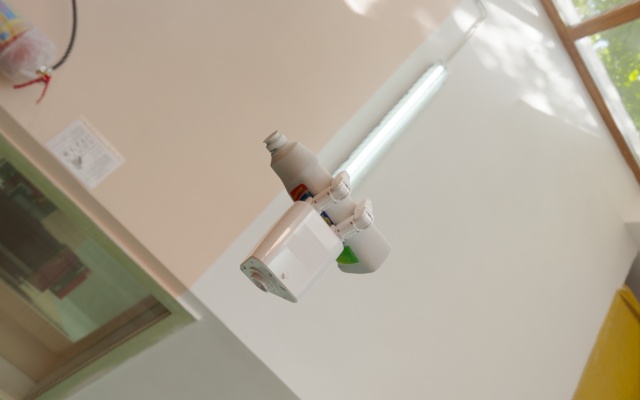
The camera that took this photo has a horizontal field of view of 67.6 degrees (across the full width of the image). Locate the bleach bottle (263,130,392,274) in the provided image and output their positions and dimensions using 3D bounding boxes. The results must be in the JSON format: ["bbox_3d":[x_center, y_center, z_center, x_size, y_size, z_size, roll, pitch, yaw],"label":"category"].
[{"bbox_3d":[0.000,0.002,0.720,0.068,0.251,0.102,-49,20,-26],"label":"bleach bottle"}]
